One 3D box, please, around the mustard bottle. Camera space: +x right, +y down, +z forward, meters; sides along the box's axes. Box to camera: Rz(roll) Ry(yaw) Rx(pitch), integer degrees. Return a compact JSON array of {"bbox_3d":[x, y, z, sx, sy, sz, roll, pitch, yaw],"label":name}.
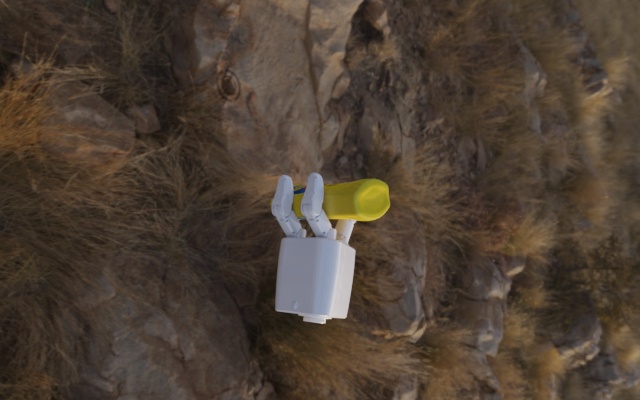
[{"bbox_3d":[0.000,0.002,0.717,0.191,0.058,0.096,-3,8,37],"label":"mustard bottle"}]
